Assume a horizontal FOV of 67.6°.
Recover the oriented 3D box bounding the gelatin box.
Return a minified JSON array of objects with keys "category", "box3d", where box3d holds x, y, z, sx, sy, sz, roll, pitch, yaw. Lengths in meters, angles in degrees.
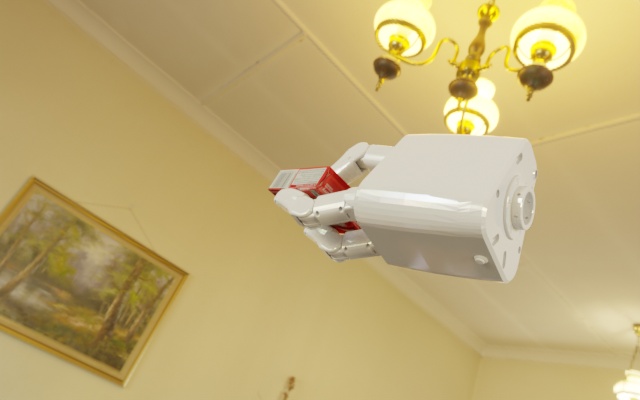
[{"category":"gelatin box","box3d":[0.000,0.001,0.473,0.073,0.030,0.089,45,-24,-28]}]
